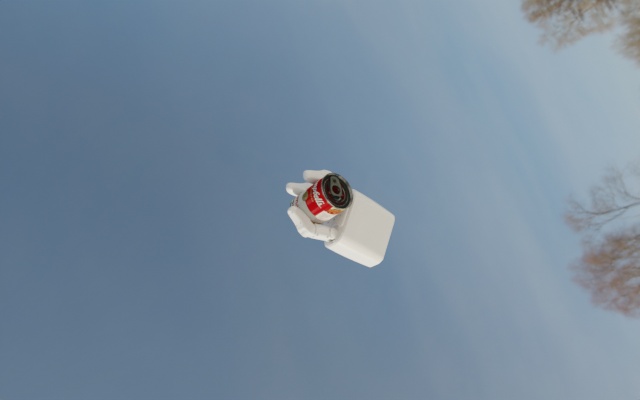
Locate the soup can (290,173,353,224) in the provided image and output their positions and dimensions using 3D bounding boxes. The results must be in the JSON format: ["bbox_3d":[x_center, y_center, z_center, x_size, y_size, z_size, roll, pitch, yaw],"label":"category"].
[{"bbox_3d":[0.000,0.003,0.845,0.068,0.068,0.102,0,-23,-39],"label":"soup can"}]
